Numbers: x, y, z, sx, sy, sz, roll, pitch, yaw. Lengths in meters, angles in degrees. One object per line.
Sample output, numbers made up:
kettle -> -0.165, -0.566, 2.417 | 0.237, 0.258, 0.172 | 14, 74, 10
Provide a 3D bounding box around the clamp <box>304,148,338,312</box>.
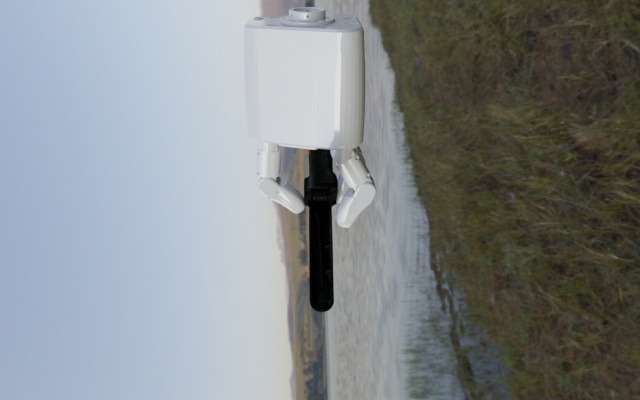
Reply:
clamp -> -0.001, 0.001, 0.516 | 0.036, 0.165, 0.209 | 1, 30, -2
